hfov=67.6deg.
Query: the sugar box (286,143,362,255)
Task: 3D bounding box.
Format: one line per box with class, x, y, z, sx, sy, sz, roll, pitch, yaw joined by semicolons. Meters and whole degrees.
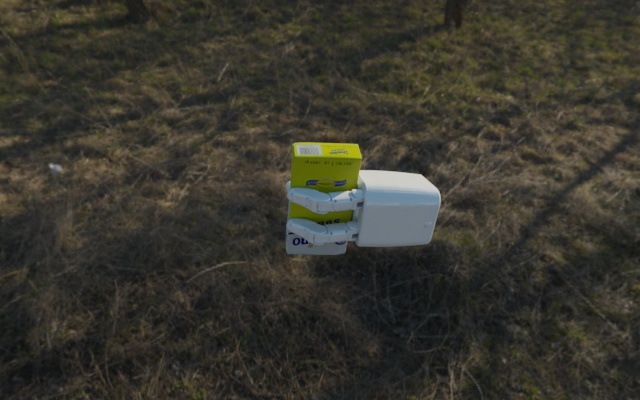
sugar box;0.000;0.002;0.689;0.093;0.176;0.048;1;35;-7
